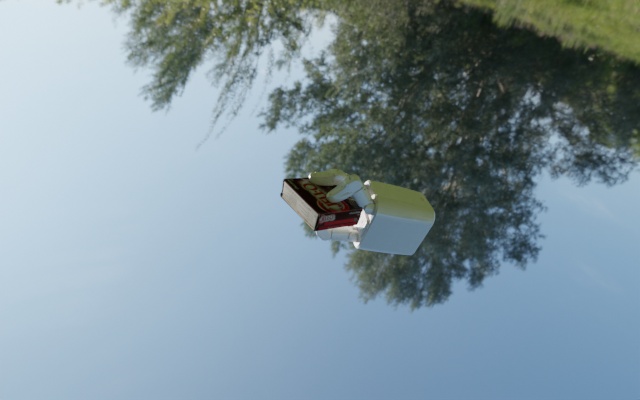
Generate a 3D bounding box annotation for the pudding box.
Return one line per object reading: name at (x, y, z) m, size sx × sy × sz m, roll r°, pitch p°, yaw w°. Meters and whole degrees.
pudding box at (0.000, 0.003, 0.785) m, size 0.090 × 0.039 × 0.113 m, roll -5°, pitch 32°, yaw -37°
